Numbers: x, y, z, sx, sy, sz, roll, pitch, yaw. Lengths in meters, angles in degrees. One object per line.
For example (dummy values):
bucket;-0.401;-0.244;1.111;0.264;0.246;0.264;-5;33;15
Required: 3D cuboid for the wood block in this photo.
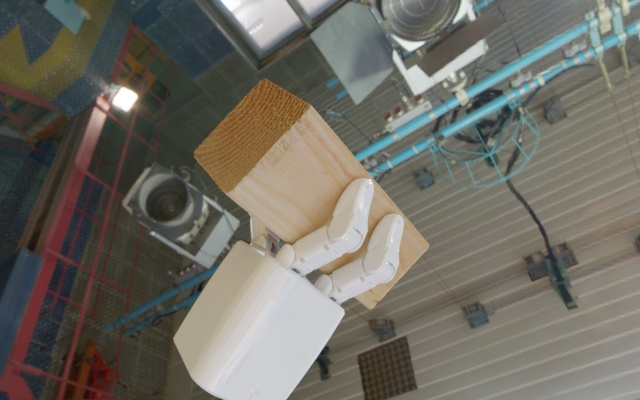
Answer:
wood block;0.000;0.002;0.432;0.206;0.090;0.090;44;-3;-40
